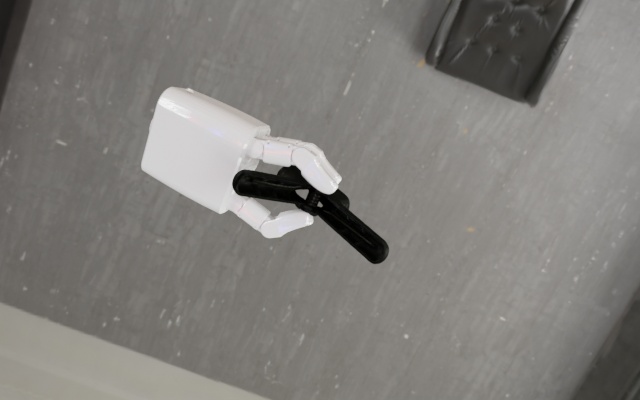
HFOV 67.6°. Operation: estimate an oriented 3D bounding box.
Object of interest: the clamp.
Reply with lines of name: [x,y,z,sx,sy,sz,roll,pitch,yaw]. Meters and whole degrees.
clamp: [0.000,0.002,0.538,0.164,0.036,0.210,30,12,0]
